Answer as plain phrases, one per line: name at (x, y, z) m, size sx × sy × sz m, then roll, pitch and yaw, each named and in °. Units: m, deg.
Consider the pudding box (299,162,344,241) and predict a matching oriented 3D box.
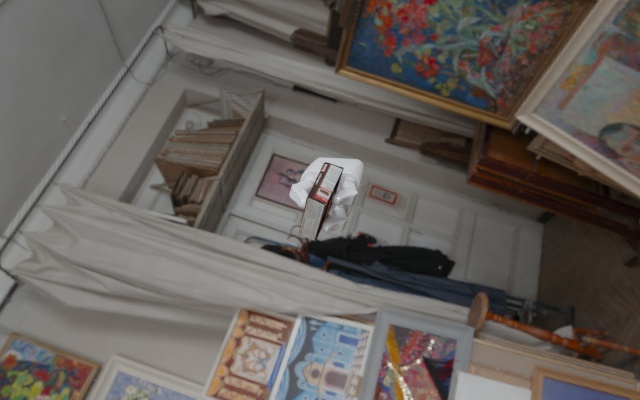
pudding box at (0.000, 0.003, 0.822) m, size 0.039 × 0.090 × 0.114 m, roll 20°, pitch -38°, yaw 6°
